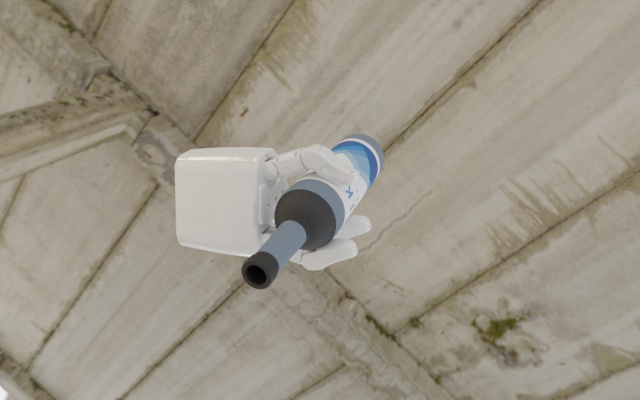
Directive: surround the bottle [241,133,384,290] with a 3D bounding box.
[{"bbox_3d":[0.000,0.002,0.505,0.069,0.069,0.295,0,23,23],"label":"bottle"}]
